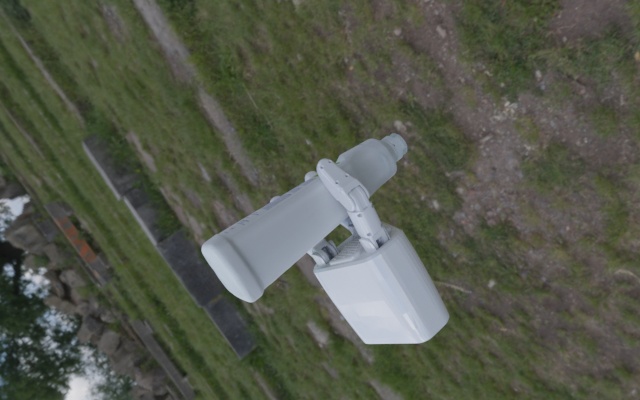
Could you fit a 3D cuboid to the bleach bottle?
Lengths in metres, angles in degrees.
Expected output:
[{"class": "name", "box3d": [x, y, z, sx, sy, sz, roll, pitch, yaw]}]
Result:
[{"class": "bleach bottle", "box3d": [0.000, 0.002, 0.503, 0.250, 0.068, 0.102, -36, 10, -21]}]
